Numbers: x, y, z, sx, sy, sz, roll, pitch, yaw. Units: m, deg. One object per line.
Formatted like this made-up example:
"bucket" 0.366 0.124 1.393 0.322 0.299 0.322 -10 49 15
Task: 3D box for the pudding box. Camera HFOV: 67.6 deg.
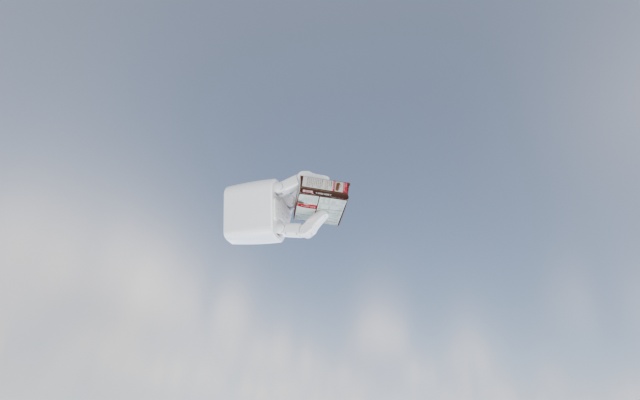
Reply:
"pudding box" 0.000 0.003 0.869 0.090 0.039 0.113 8 -27 -4
